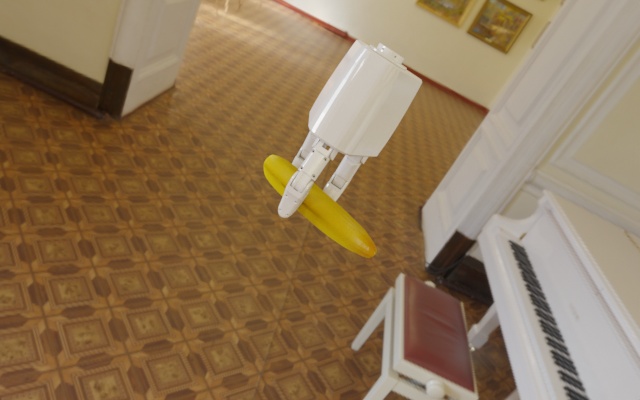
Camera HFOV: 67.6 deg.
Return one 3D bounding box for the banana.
[{"bbox_3d":[-0.011,-0.003,0.577,0.197,0.037,0.069,43,13,28],"label":"banana"}]
